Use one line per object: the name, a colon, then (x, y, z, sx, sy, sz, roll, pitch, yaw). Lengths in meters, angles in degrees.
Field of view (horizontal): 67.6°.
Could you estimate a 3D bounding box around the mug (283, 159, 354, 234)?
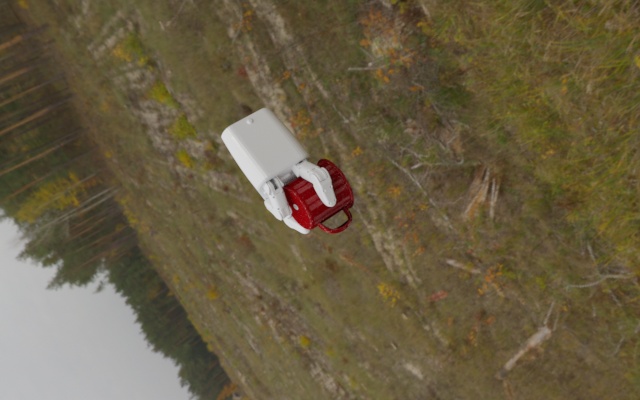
mug: (0.001, 0.004, 0.754, 0.081, 0.117, 0.093, -33, -14, -21)
